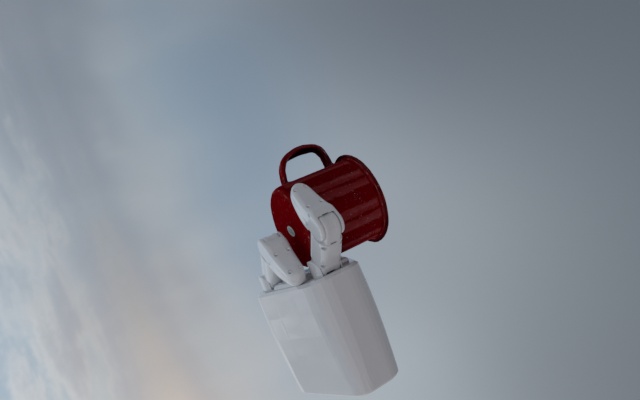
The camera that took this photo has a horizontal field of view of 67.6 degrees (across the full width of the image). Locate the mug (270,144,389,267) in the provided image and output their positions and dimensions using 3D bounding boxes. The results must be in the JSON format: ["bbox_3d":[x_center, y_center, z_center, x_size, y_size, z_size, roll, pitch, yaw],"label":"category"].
[{"bbox_3d":[-0.001,0.000,0.459,0.081,0.117,0.093,-23,-3,-24],"label":"mug"}]
